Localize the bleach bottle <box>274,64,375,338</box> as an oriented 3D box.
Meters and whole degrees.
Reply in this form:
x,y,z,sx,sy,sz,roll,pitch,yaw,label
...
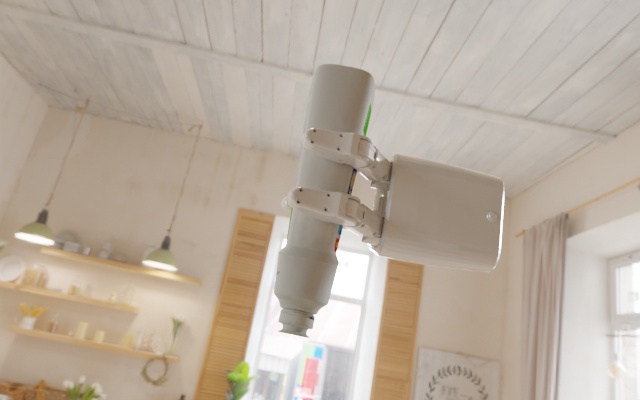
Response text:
x,y,z,sx,sy,sz,roll,pitch,yaw,label
0.000,0.001,0.458,0.068,0.250,0.103,11,-18,2,bleach bottle
